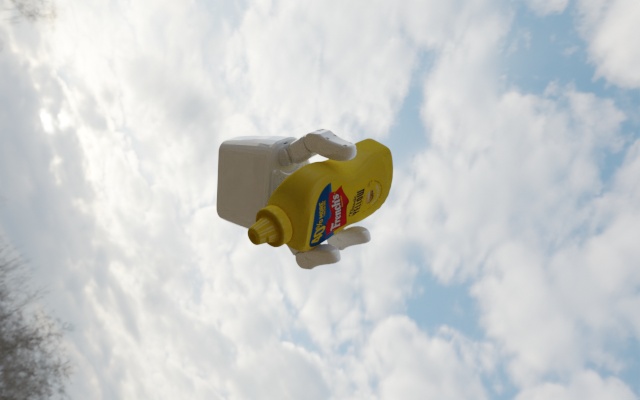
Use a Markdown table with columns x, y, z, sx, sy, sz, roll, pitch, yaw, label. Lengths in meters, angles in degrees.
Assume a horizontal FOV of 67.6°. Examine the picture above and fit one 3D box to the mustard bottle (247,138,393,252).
| x | y | z | sx | sy | sz | roll | pitch | yaw | label |
| --- | --- | --- | --- | --- | --- | --- | --- | --- | --- |
| 0.001 | 0.002 | 0.511 | 0.058 | 0.096 | 0.191 | 34 | 41 | 29 | mustard bottle |
